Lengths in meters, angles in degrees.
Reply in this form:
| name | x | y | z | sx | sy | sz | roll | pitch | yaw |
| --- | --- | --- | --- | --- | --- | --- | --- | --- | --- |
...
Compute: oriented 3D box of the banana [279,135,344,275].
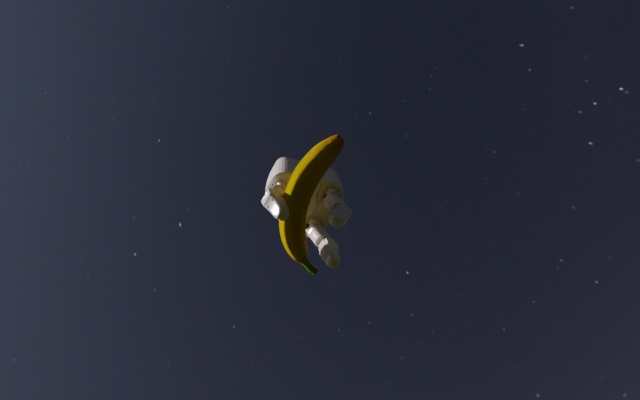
| name | x | y | z | sx | sy | sz | roll | pitch | yaw |
| --- | --- | --- | --- | --- | --- | --- | --- | --- | --- |
| banana | -0.019 | 0.001 | 0.653 | 0.069 | 0.198 | 0.037 | 12 | 16 | 4 |
